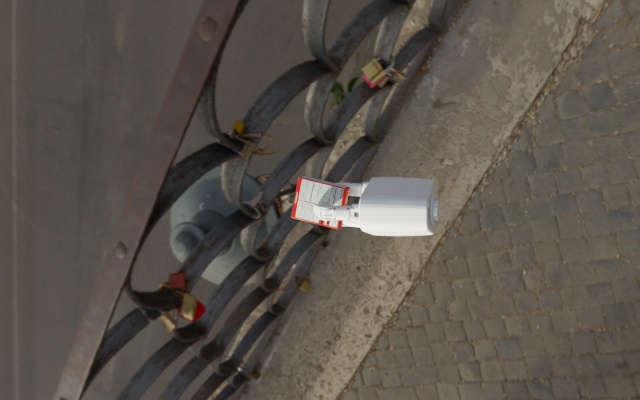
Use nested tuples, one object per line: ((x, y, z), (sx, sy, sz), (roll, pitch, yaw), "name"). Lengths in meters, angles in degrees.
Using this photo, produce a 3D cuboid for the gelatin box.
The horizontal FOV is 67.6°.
((0.000, 0.003, 0.824), (0.089, 0.073, 0.030), (14, 13, 14), "gelatin box")
